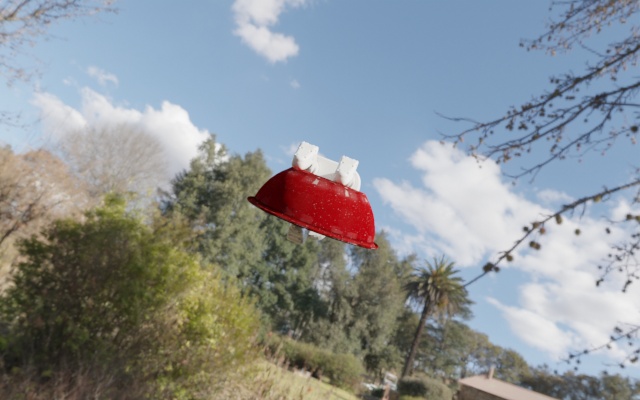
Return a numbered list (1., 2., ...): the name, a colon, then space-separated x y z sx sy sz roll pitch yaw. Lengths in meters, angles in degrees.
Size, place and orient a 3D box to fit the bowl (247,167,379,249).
1. bowl: 0.000 0.002 0.552 0.162 0.055 0.162 21 3 -1
